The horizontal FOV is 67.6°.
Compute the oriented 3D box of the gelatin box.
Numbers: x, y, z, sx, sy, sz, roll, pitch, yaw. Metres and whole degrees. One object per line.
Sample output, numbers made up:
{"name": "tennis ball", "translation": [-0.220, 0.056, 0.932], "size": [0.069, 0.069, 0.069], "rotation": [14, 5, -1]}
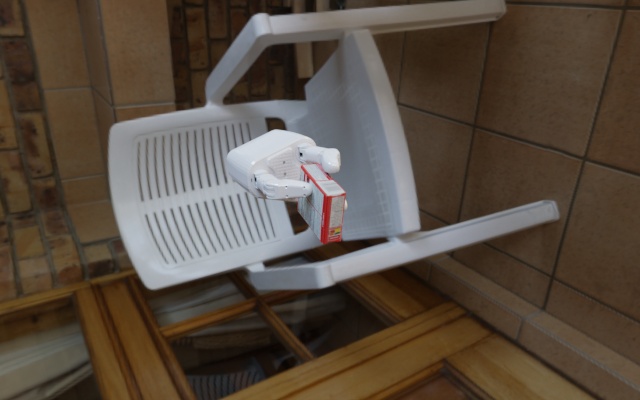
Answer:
{"name": "gelatin box", "translation": [0.000, 0.002, 0.625], "size": [0.030, 0.073, 0.089], "rotation": [-9, 33, -22]}
